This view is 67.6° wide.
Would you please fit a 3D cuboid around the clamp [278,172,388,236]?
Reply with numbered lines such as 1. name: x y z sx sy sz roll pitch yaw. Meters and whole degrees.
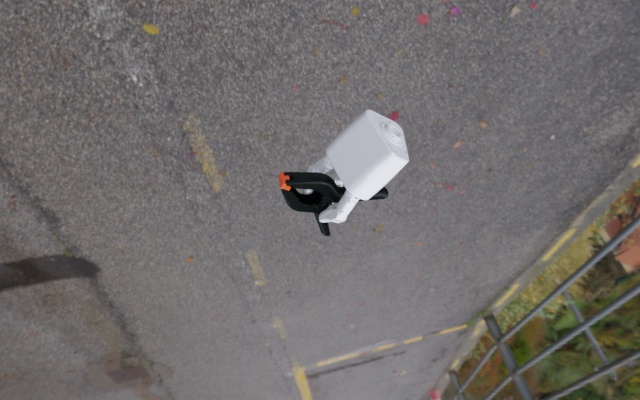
1. clamp: 0.000 0.003 0.869 0.210 0.036 0.165 17 -46 -37
